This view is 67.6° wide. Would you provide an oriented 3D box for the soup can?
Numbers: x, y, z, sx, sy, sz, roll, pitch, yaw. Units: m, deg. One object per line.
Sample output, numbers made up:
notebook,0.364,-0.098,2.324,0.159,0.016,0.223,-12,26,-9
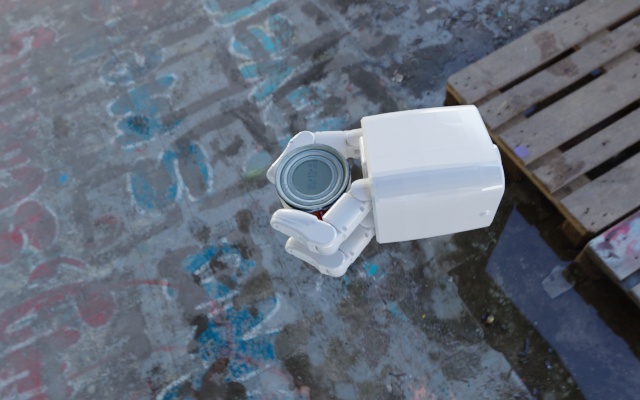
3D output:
soup can,0.000,0.001,0.450,0.068,0.068,0.102,0,-27,10
